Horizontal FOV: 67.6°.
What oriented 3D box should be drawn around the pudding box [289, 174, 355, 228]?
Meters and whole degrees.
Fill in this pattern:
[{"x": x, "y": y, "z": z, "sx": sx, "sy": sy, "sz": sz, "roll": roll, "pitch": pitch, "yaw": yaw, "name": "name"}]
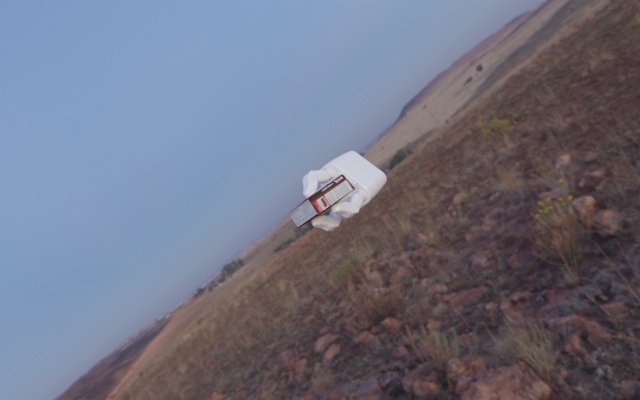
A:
[{"x": 0.000, "y": 0.003, "z": 0.873, "sx": 0.090, "sy": 0.039, "sz": 0.113, "roll": -36, "pitch": -3, "yaw": -26, "name": "pudding box"}]
